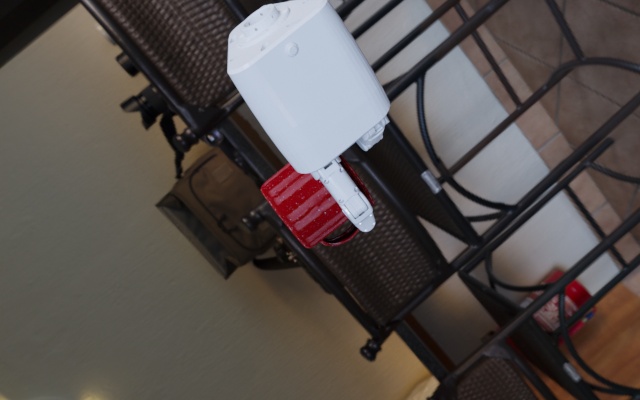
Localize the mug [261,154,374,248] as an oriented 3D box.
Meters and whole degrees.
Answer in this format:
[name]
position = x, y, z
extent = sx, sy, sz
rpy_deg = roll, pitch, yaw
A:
[mug]
position = 0.001, 0.003, 0.491
extent = 0.081, 0.117, 0.093
rpy_deg = -39, 35, -2
